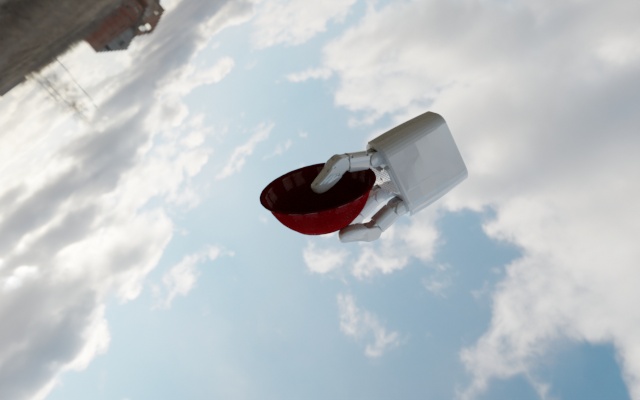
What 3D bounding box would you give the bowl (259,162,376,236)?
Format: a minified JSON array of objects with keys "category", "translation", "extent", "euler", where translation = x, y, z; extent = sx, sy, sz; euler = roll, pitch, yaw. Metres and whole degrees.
[{"category":"bowl","translation":[-0.001,0.003,0.661],"extent":[0.162,0.055,0.162],"euler":[-9,25,5]}]
